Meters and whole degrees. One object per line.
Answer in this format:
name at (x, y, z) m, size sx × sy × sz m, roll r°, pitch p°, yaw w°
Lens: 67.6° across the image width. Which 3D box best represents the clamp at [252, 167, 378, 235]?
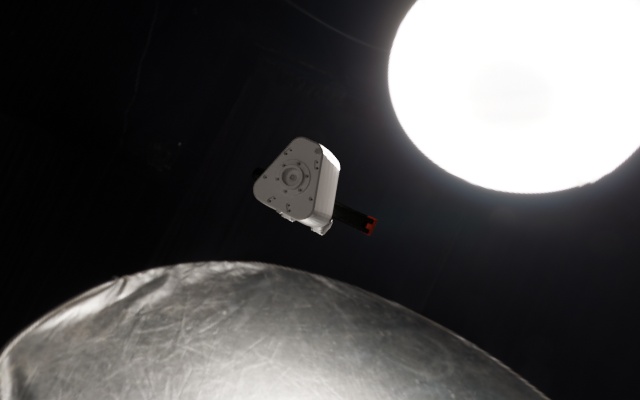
clamp at (0.001, 0.002, 0.821) m, size 0.210 × 0.036 × 0.164 m, roll 25°, pitch 2°, yaw 14°
